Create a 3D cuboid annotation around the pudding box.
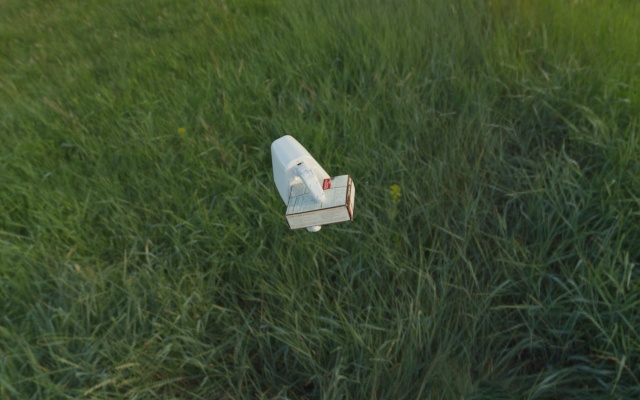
[{"bbox_3d":[0.000,0.003,0.829,0.113,0.039,0.090,-11,37,16],"label":"pudding box"}]
